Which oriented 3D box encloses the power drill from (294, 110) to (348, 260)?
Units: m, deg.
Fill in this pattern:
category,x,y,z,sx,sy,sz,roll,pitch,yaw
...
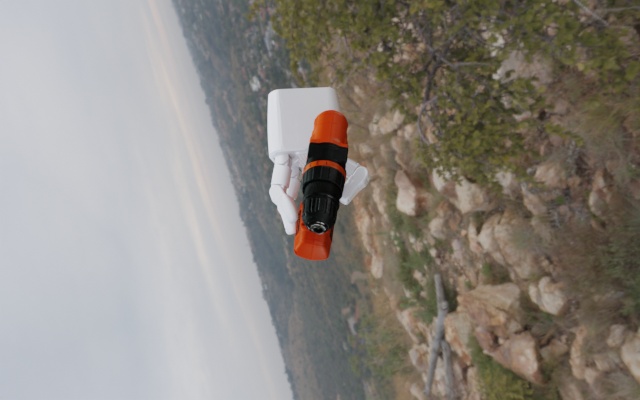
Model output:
category,x,y,z,sx,sy,sz,roll,pitch,yaw
power drill,0.000,0.002,0.638,0.057,0.184,0.188,11,-38,-1
